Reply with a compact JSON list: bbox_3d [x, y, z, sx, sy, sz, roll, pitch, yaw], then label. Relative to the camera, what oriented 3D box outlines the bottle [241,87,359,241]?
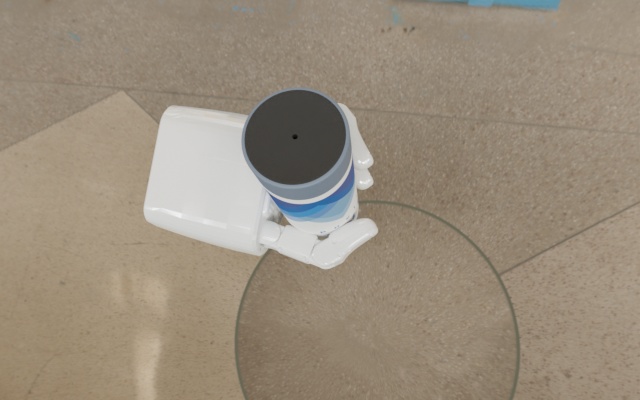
[{"bbox_3d":[0.000,0.001,0.427,0.069,0.069,0.296,0,-16,6],"label":"bottle"}]
